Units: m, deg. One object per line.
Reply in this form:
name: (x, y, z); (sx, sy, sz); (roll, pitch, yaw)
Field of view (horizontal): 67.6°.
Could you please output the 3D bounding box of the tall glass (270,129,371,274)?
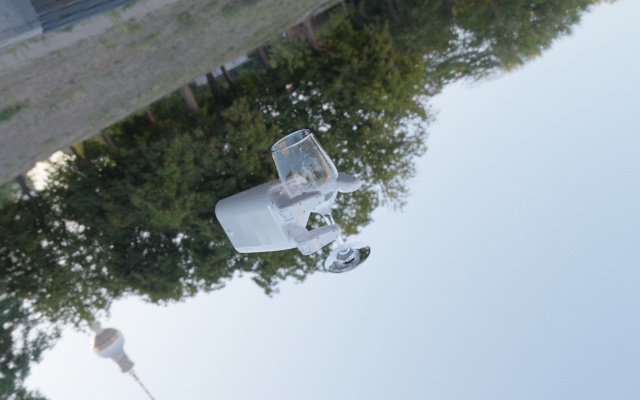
tall glass: (0.001, 0.003, 0.673); (0.079, 0.201, 0.079); (-22, 23, 9)
